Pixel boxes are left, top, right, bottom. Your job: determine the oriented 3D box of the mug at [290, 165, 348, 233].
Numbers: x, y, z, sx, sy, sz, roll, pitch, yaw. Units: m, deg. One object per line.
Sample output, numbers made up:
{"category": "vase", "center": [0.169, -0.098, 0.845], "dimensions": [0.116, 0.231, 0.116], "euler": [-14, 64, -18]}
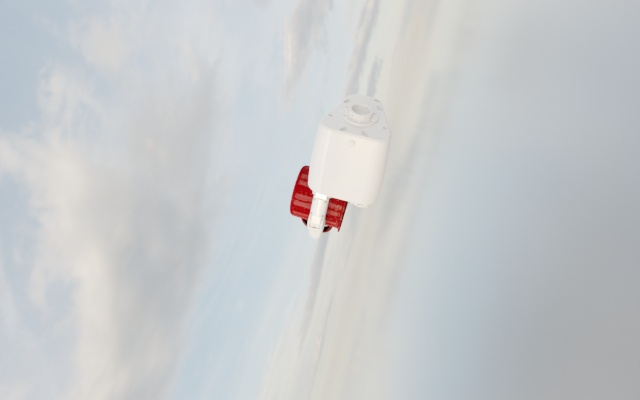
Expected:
{"category": "mug", "center": [0.000, 0.003, 0.746], "dimensions": [0.081, 0.117, 0.093], "euler": [15, 42, 5]}
